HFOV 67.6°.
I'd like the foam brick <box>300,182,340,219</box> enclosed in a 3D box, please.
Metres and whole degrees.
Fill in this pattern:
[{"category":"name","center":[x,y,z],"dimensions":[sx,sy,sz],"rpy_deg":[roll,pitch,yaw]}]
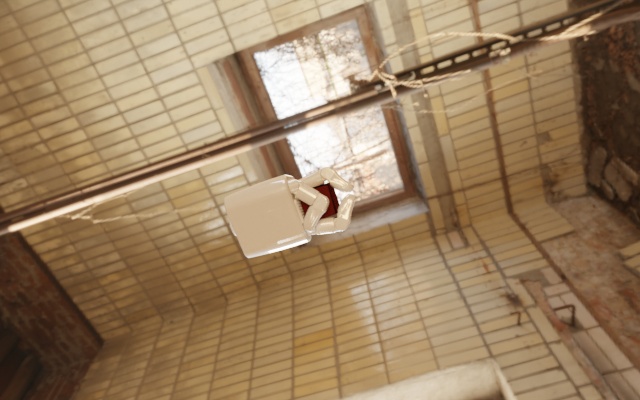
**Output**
[{"category":"foam brick","center":[0.000,0.003,0.781],"dimensions":[0.051,0.053,0.078],"rpy_deg":[-18,-2,7]}]
